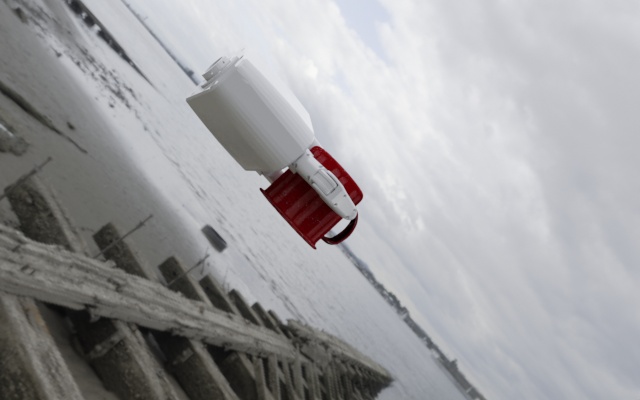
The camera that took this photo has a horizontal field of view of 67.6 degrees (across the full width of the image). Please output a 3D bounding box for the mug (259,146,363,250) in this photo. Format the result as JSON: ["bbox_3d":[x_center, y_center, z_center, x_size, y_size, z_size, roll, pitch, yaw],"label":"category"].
[{"bbox_3d":[0.001,0.003,0.537,0.117,0.081,0.093,48,-2,-27],"label":"mug"}]
